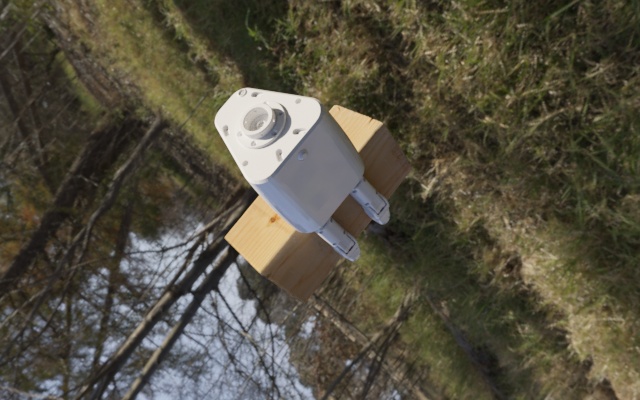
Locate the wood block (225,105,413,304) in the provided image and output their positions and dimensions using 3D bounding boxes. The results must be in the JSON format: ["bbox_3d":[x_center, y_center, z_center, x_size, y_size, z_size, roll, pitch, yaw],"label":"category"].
[{"bbox_3d":[0.000,0.002,0.561,0.090,0.206,0.090,33,-9,46],"label":"wood block"}]
